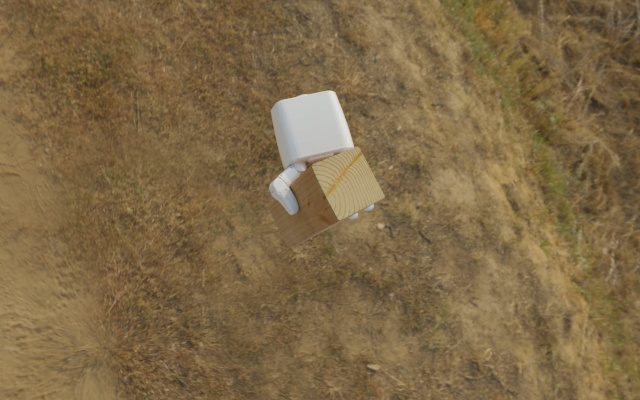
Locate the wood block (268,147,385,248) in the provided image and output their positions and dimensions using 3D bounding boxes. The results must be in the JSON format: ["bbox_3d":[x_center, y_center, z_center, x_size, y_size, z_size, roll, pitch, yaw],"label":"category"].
[{"bbox_3d":[0.000,0.002,0.775,0.091,0.090,0.206,-24,-5,-28],"label":"wood block"}]
